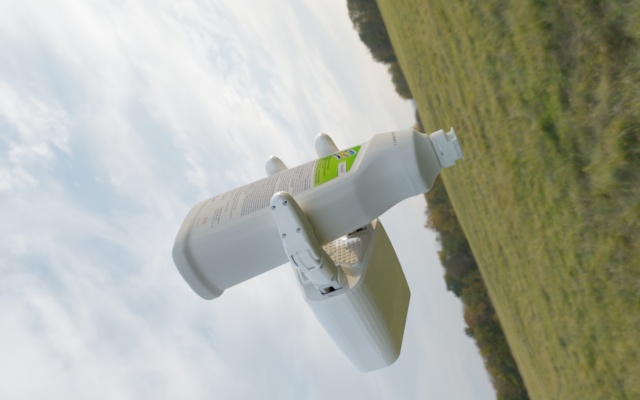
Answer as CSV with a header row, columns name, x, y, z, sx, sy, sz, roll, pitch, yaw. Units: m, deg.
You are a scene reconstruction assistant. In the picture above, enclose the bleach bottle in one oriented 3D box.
name,x,y,z,sx,sy,sz,roll,pitch,yaw
bleach bottle,0.000,0.001,0.416,0.251,0.068,0.102,-21,29,14
